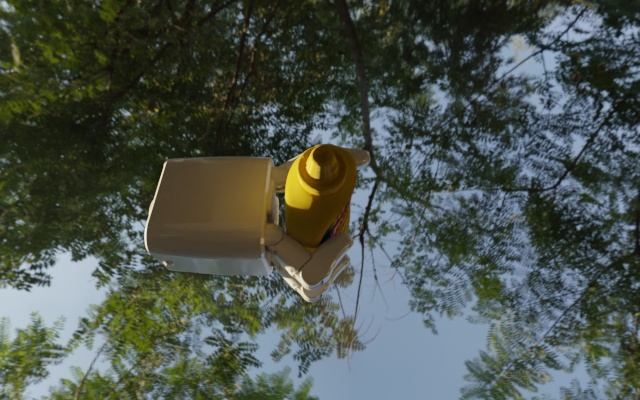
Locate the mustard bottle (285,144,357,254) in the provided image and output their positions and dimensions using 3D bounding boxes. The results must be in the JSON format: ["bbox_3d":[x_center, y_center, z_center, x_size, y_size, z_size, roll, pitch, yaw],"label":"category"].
[{"bbox_3d":[0.000,0.002,0.453,0.058,0.096,0.192,24,-21,9],"label":"mustard bottle"}]
